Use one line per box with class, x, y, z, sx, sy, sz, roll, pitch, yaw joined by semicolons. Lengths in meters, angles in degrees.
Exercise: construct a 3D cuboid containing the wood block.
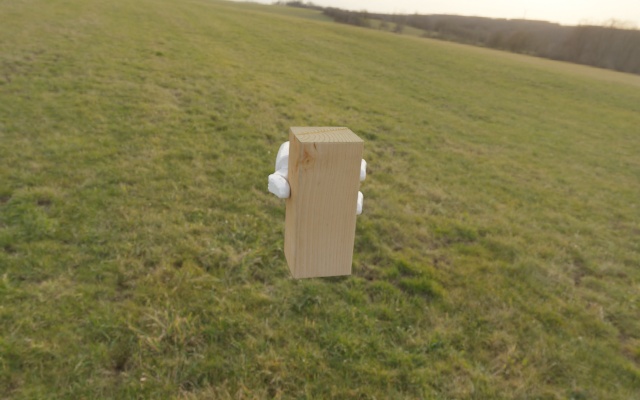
wood block;0.000;0.002;0.707;0.091;0.206;0.090;-2;22;-14
